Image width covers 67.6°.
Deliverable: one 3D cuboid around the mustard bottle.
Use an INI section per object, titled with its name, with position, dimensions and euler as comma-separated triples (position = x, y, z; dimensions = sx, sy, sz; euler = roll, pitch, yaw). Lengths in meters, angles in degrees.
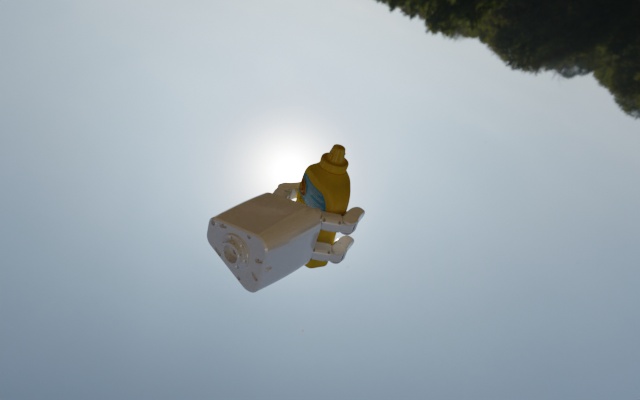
[mustard bottle]
position = 0.000, 0.002, 0.712
dimensions = 0.058, 0.192, 0.096
euler = -3, 38, -30
